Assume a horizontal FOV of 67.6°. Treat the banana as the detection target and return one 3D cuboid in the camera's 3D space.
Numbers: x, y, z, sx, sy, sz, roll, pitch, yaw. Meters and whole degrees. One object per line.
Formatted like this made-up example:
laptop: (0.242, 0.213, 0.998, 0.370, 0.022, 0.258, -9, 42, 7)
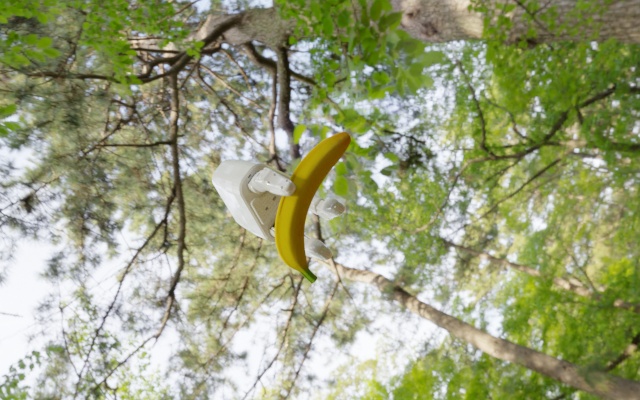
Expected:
banana: (-0.017, 0.001, 0.602, 0.069, 0.198, 0.037, 15, -1, -28)
